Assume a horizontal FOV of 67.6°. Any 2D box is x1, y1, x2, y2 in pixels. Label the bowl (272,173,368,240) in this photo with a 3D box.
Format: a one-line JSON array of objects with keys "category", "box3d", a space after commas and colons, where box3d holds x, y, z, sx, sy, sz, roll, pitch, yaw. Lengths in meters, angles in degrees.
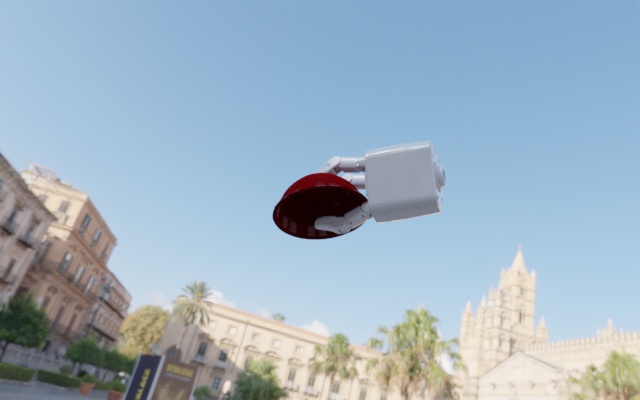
[{"category": "bowl", "box3d": [-0.001, 0.002, 0.796, 0.162, 0.055, 0.162, -4, -34, -3]}]
